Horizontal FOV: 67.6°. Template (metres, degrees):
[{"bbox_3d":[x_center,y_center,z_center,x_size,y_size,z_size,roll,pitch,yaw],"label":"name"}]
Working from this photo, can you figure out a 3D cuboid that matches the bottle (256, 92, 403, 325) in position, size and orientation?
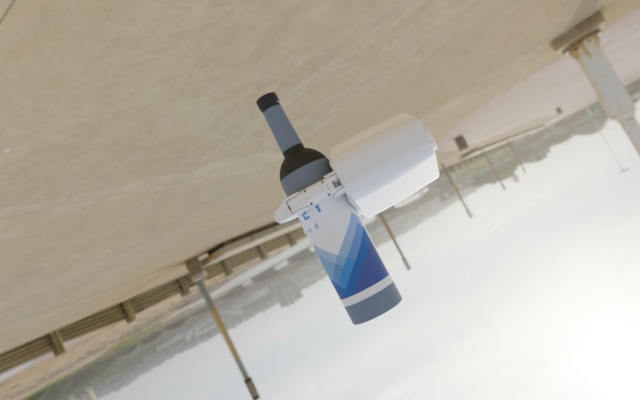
[{"bbox_3d":[0.000,0.002,0.579,0.069,0.295,0.069,-27,-6,-3],"label":"bottle"}]
